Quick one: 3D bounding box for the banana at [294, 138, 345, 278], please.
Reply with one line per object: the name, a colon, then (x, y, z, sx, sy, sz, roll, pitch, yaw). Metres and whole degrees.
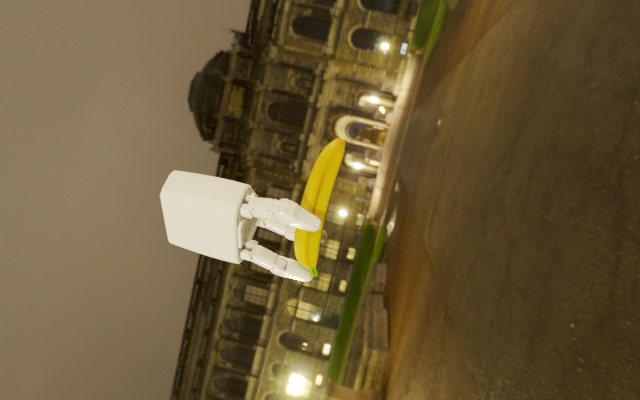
banana: (-0.003, 0.003, 0.640, 0.037, 0.198, 0.069, 12, -6, 10)
